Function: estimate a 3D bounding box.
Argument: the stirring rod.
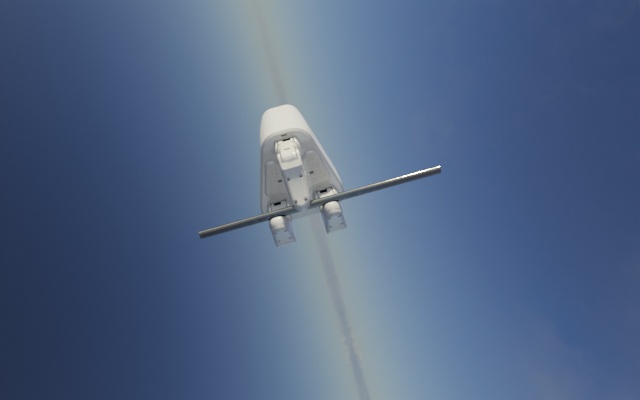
[{"bbox_3d":[0.000,0.001,0.463,0.239,0.011,0.011,-15,0,-1],"label":"stirring rod"}]
